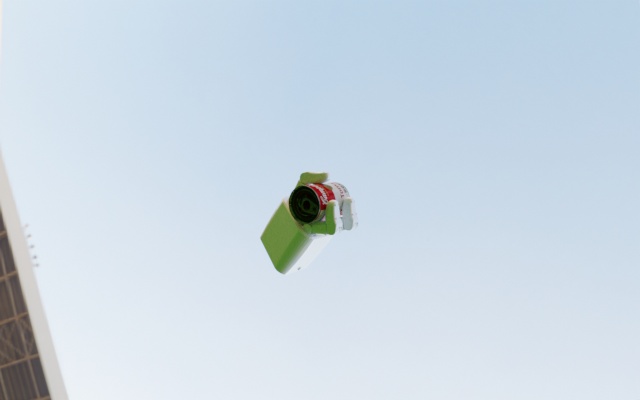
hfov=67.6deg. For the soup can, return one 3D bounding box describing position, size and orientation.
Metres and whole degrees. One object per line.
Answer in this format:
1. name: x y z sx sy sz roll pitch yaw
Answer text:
1. soup can: 0.000 0.002 0.865 0.068 0.068 0.102 0 6 36
